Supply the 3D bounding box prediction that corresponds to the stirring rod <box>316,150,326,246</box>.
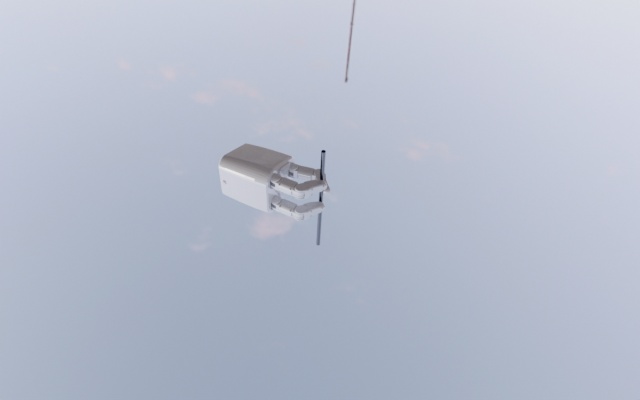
[{"bbox_3d":[0.000,0.003,0.891,0.011,0.240,0.011,2,44,-2],"label":"stirring rod"}]
